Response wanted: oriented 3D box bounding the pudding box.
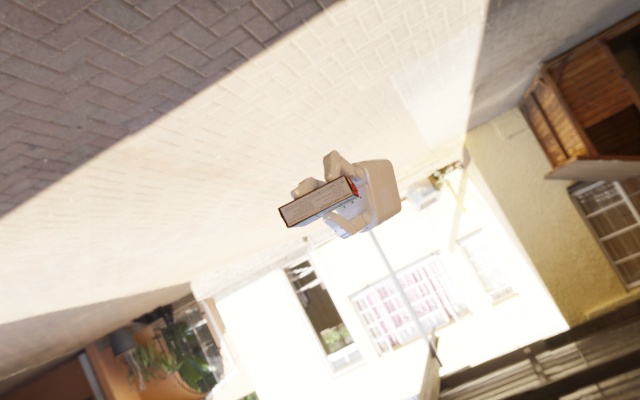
[{"bbox_3d":[0.000,0.003,0.724,0.113,0.039,0.090,-29,-7,7],"label":"pudding box"}]
